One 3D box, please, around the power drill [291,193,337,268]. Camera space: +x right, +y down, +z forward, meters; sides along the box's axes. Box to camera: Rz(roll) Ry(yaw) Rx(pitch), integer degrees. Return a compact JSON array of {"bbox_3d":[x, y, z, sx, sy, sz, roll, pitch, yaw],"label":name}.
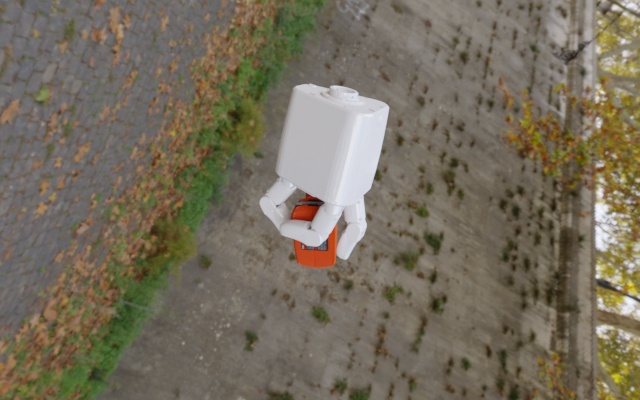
[{"bbox_3d":[0.000,0.002,0.680,0.057,0.185,0.187,0,41,5],"label":"power drill"}]
